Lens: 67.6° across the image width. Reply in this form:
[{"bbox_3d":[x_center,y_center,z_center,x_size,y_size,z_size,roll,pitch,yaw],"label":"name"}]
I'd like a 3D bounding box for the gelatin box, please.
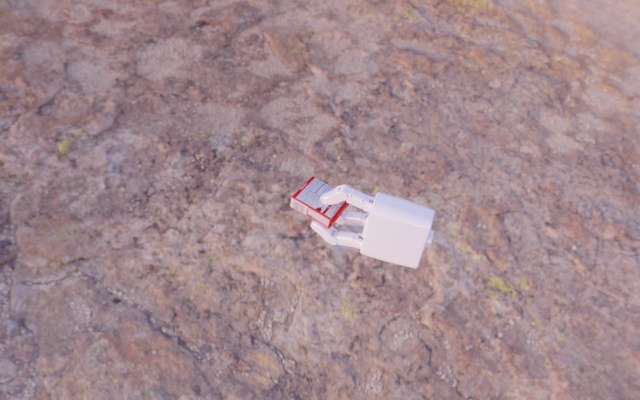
[{"bbox_3d":[0.000,0.002,0.882,0.089,0.030,0.073,30,49,14],"label":"gelatin box"}]
